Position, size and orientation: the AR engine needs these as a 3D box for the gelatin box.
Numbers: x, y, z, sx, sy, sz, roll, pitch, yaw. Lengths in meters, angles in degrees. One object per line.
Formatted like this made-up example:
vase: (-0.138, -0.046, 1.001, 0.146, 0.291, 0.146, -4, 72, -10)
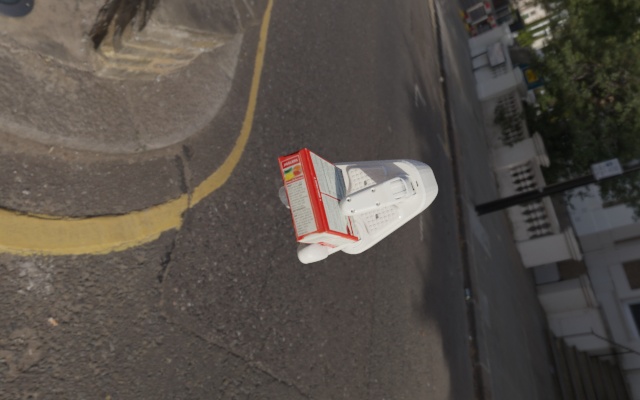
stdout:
gelatin box: (0.000, 0.001, 0.420, 0.030, 0.073, 0.089, -19, -15, 18)
